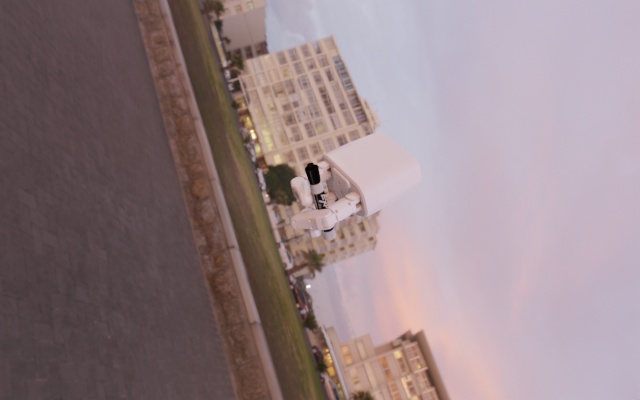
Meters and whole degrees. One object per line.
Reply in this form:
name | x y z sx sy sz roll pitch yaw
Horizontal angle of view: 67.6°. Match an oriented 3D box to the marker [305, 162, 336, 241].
marker | 0.000 0.002 0.654 0.020 0.121 0.020 -11 31 7
